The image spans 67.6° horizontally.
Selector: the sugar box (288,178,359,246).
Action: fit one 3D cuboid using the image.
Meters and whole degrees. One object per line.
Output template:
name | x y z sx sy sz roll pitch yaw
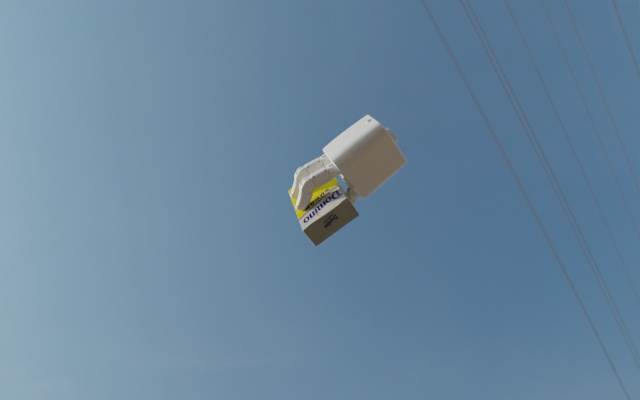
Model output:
sugar box | 0.000 0.002 0.858 0.093 0.048 0.176 -36 23 4
